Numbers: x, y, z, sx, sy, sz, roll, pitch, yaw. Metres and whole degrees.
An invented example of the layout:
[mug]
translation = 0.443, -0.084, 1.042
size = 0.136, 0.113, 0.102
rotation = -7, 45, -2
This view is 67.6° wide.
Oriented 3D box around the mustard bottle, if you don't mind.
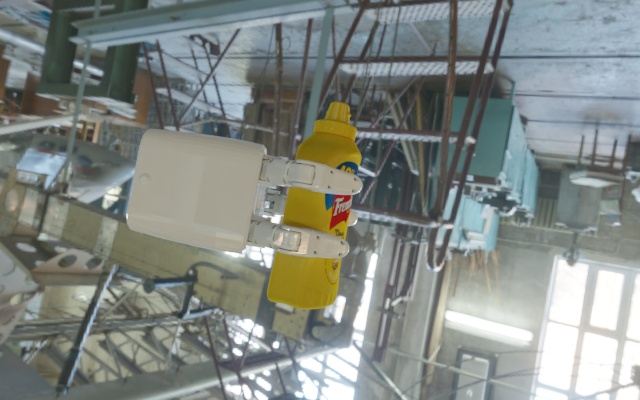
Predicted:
[mustard bottle]
translation = 0.000, 0.002, 0.454
size = 0.058, 0.191, 0.096
rotation = 10, -2, 22
